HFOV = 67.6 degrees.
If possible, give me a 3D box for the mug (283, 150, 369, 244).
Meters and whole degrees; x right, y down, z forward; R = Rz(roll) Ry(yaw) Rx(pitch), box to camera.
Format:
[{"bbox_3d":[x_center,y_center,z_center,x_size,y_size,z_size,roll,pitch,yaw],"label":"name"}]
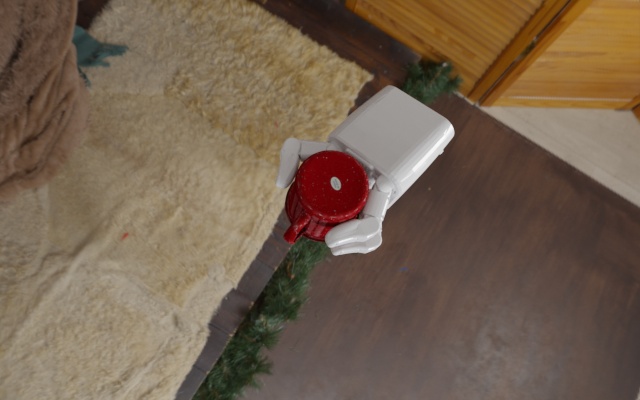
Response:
[{"bbox_3d":[-0.001,0.003,0.540,0.117,0.093,0.081,-45,-7,-18],"label":"mug"}]
